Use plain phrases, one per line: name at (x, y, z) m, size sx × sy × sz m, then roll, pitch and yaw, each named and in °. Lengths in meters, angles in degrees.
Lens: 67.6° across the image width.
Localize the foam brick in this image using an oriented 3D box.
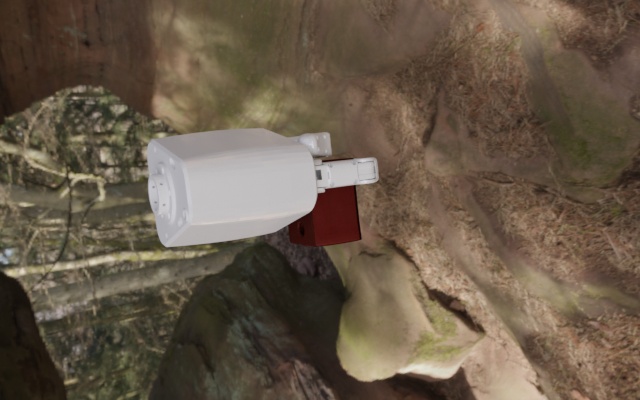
foam brick at (0.000, 0.002, 0.449) m, size 0.051 × 0.078 × 0.053 m, roll -9°, pitch 5°, yaw -31°
